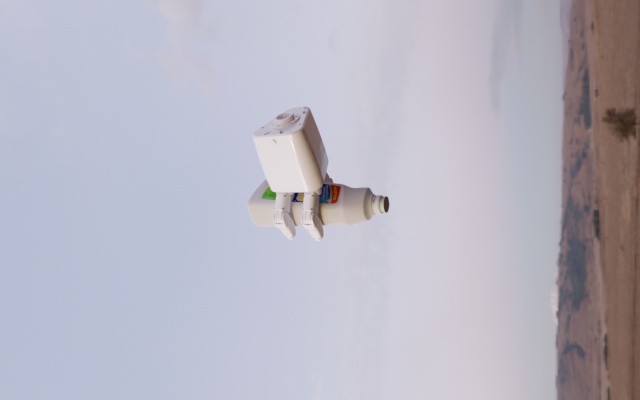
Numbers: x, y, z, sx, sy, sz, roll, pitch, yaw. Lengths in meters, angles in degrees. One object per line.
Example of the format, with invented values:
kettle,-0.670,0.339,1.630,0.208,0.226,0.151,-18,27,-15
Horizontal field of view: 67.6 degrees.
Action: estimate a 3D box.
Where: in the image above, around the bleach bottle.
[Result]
bleach bottle,0.000,0.003,0.839,0.251,0.068,0.102,-1,34,28
